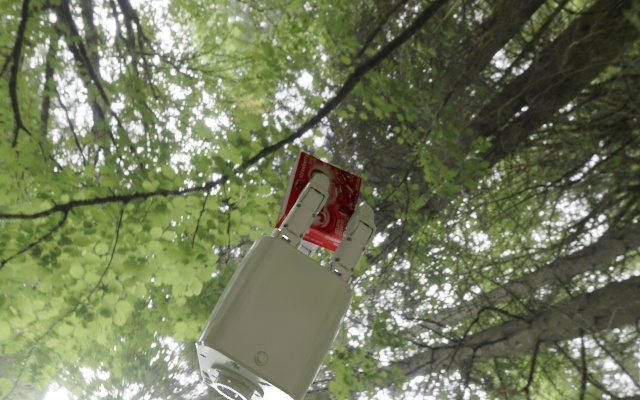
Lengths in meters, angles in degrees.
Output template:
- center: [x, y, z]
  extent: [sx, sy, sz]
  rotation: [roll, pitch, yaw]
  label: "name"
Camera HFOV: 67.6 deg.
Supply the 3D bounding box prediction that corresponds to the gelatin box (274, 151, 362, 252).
- center: [0.000, 0.002, 0.490]
  extent: [0.073, 0.089, 0.030]
  rotation: [23, -39, -13]
  label: "gelatin box"
